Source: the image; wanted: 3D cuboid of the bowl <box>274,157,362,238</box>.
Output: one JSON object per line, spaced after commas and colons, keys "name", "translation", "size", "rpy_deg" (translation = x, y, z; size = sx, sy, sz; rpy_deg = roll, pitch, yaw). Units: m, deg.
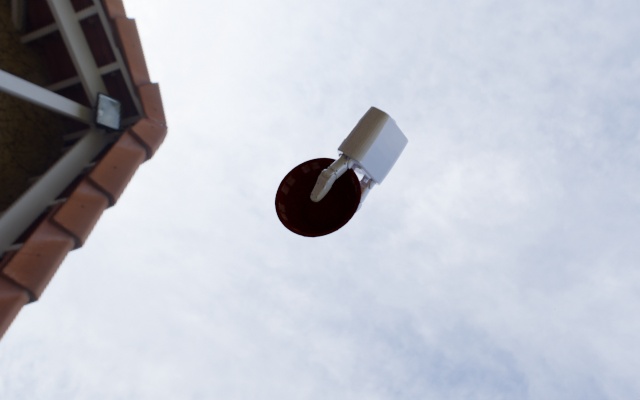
{"name": "bowl", "translation": [-0.001, 0.004, 0.878], "size": [0.162, 0.162, 0.055], "rpy_deg": [0, -27, 16]}
